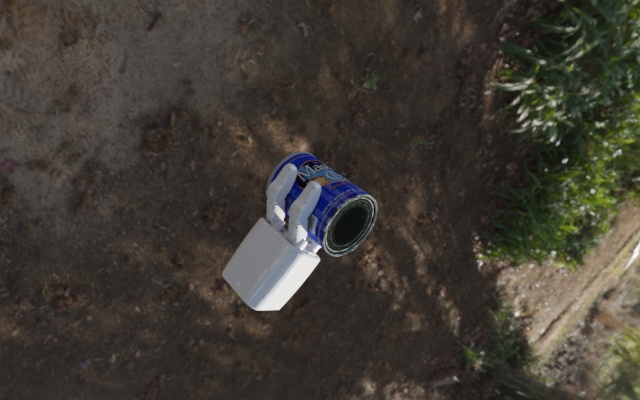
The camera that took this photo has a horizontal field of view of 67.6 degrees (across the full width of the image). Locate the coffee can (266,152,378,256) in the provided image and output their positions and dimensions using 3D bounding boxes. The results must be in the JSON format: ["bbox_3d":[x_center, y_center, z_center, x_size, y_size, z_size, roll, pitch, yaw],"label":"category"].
[{"bbox_3d":[0.000,0.002,0.715,0.103,0.103,0.140,0,29,-46],"label":"coffee can"}]
